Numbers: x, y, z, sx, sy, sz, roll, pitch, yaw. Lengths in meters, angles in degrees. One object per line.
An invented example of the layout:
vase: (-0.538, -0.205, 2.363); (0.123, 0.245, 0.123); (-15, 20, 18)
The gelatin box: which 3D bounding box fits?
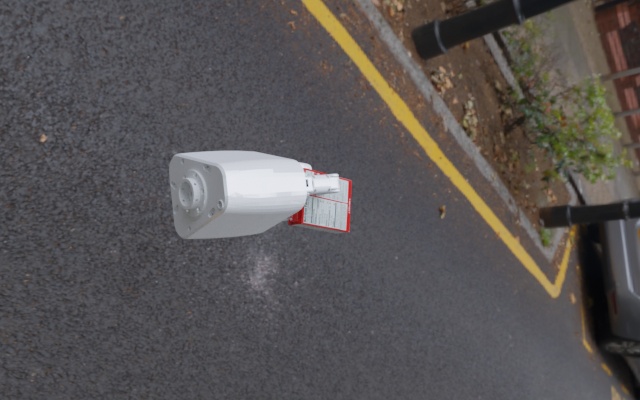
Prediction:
gelatin box: (0.001, 0.002, 0.633); (0.089, 0.073, 0.030); (12, -14, -40)
